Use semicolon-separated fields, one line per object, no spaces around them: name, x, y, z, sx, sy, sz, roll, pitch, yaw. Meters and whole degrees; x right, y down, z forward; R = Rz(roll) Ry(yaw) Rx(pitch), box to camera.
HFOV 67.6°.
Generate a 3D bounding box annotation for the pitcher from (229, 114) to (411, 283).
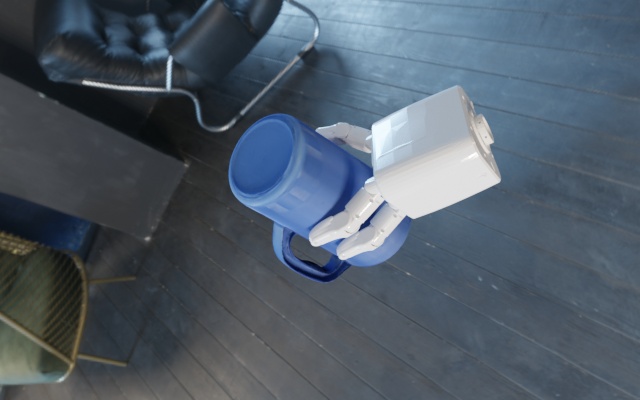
pitcher;0.000;0.002;0.594;0.145;0.149;0.243;-22;-30;28
